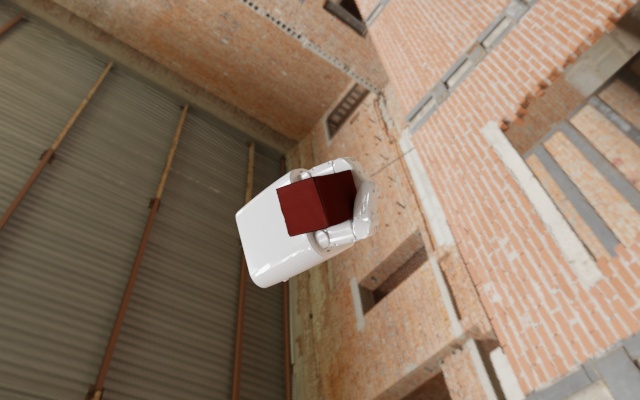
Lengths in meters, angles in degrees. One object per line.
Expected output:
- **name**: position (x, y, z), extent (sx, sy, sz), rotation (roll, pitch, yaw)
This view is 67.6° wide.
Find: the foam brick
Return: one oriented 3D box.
- **foam brick**: position (0.000, 0.002, 0.498), extent (0.051, 0.053, 0.078), rotation (-15, 0, 31)
